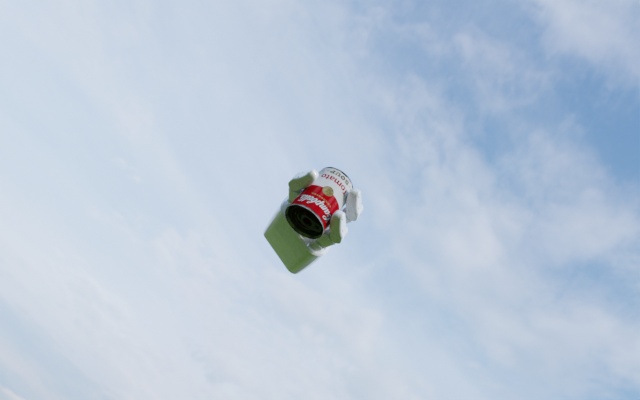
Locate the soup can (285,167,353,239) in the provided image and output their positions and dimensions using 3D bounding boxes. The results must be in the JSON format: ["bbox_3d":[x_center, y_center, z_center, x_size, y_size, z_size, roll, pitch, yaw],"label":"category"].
[{"bbox_3d":[0.000,0.002,0.752,0.068,0.068,0.102,0,38,39],"label":"soup can"}]
